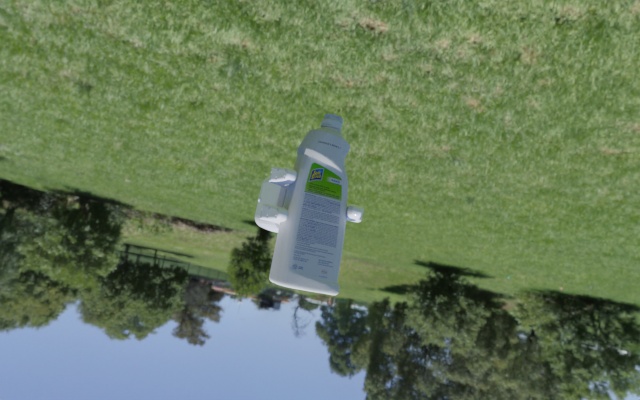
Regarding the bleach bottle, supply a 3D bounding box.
[{"bbox_3d":[0.000,0.002,0.688,0.102,0.251,0.068,15,-6,-25],"label":"bleach bottle"}]
